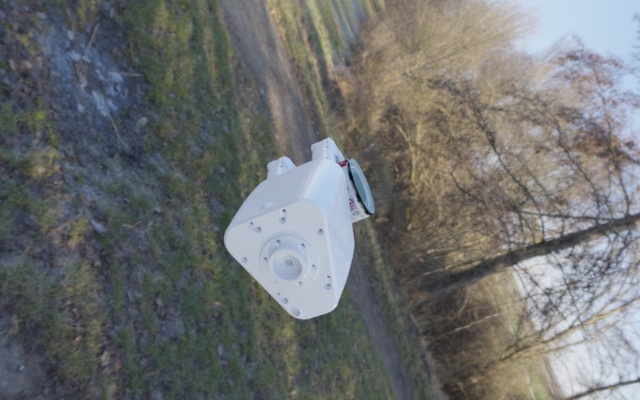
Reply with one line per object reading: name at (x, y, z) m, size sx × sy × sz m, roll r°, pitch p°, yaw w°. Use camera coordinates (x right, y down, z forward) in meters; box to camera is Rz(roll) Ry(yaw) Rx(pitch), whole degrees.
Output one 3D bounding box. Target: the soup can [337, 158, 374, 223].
soup can at (0.000, 0.002, 0.528) m, size 0.102 × 0.068 × 0.068 m, roll -21°, pitch -6°, yaw 16°
